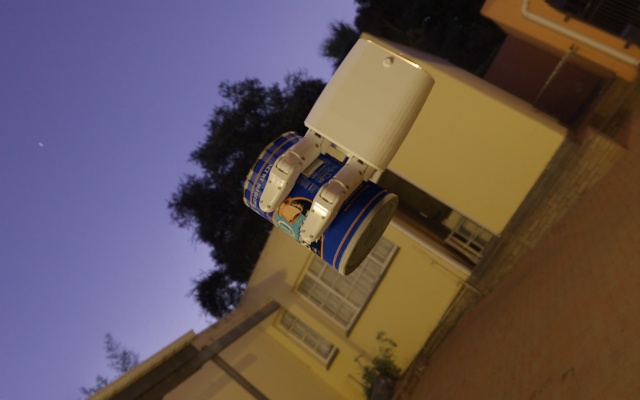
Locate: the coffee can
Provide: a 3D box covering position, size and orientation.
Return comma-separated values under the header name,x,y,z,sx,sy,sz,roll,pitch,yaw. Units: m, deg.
name,x,y,z,sx,sy,sz,roll,pitch,yaw
coffee can,0.000,0.002,0.532,0.140,0.103,0.103,34,11,17
